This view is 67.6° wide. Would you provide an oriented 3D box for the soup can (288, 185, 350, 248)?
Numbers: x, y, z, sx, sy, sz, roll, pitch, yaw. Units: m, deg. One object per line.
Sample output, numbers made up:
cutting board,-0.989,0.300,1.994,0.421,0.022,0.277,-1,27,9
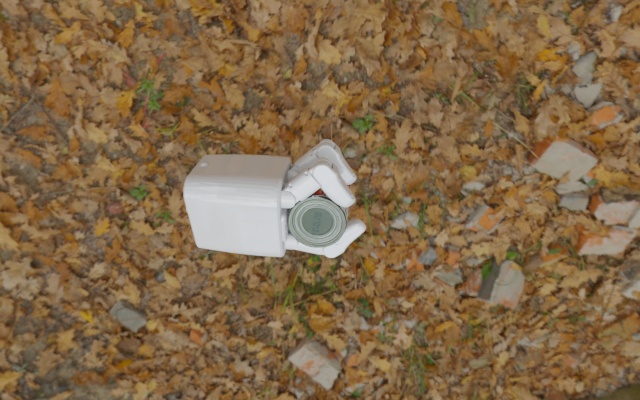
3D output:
soup can,0.001,0.002,0.569,0.068,0.068,0.102,0,27,6
